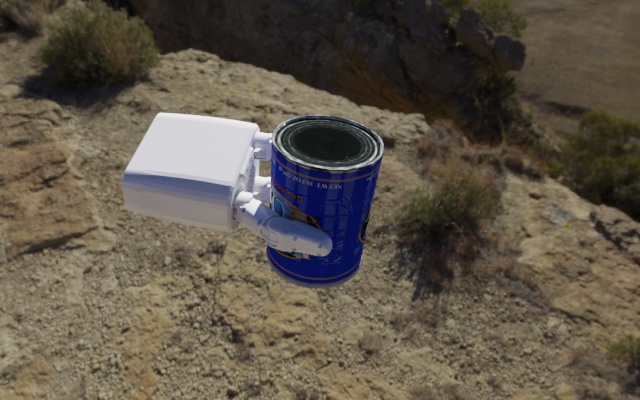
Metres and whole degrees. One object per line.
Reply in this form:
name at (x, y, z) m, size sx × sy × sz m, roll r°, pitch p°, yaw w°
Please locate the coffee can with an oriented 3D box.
coffee can at (0.000, 0.002, 0.472) m, size 0.103 × 0.140 × 0.102 m, roll 5°, pitch 36°, yaw -3°
